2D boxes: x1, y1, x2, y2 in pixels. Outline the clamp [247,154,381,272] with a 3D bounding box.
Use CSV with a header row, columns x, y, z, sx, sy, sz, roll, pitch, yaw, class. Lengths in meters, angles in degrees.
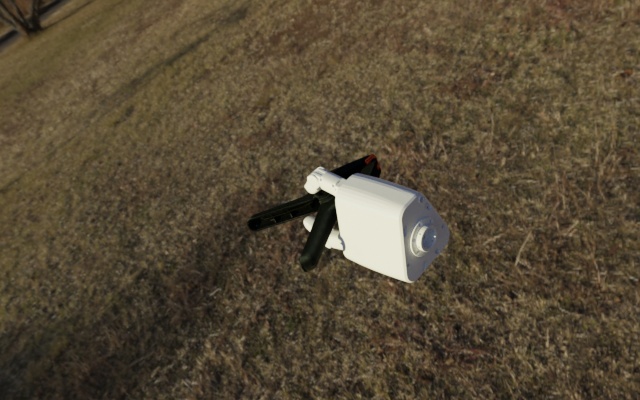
x,y,z,sx,sy,sz,roll,pitch,yaw,class
0.000,0.001,0.686,0.210,0.036,0.164,-43,38,-23,clamp
